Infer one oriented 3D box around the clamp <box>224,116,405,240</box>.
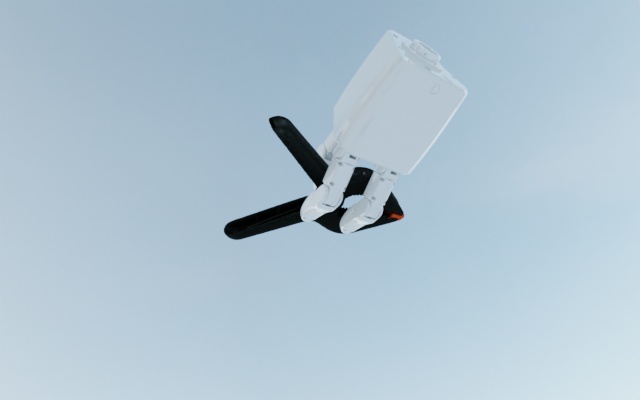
[{"bbox_3d":[0.000,0.001,0.555,0.210,0.165,0.036,17,35,-29],"label":"clamp"}]
